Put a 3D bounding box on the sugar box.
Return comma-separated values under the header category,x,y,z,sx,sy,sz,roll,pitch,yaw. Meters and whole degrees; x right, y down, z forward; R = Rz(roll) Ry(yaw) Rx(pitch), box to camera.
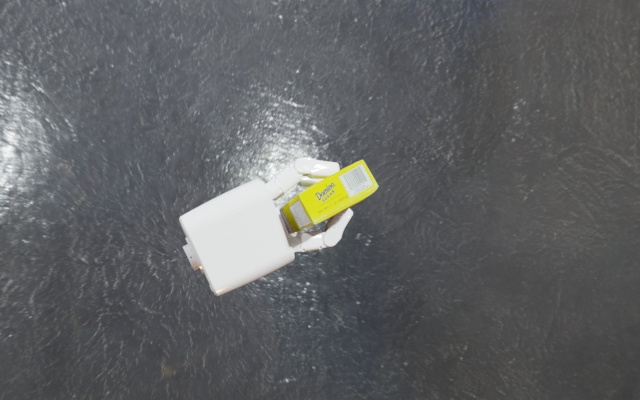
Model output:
category,x,y,z,sx,sy,sz,roll,pitch,yaw
sugar box,0.000,0.002,0.626,0.093,0.048,0.176,-28,2,-17
